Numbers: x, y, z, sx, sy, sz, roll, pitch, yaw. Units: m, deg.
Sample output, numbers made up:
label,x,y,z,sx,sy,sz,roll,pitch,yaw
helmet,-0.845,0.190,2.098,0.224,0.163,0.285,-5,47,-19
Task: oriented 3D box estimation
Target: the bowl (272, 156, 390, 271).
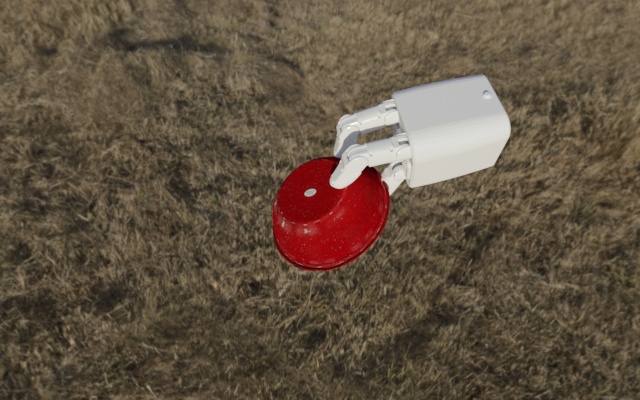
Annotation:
label,x,y,z,sx,sy,sz,roll,pitch,yaw
bowl,-0.001,0.002,0.582,0.162,0.162,0.055,0,-30,29
